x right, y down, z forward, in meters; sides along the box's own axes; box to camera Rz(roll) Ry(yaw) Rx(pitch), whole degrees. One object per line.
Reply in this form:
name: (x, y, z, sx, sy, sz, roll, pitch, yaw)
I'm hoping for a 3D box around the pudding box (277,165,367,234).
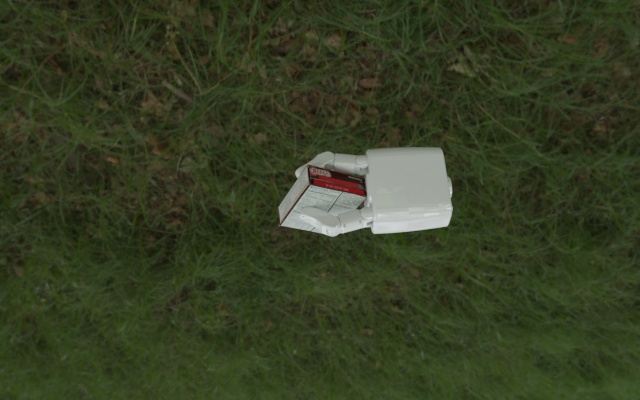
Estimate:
pudding box: (0.000, 0.002, 0.680, 0.090, 0.039, 0.113, 13, -40, -23)
